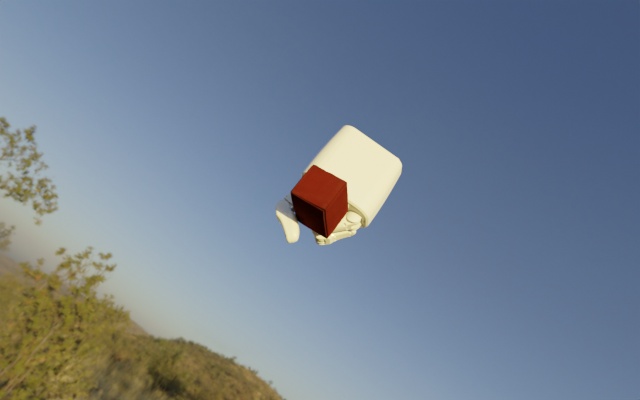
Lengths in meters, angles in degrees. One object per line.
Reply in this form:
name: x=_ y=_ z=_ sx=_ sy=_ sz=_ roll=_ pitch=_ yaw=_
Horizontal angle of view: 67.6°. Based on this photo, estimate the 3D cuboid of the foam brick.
foam brick: x=0.000 y=0.002 z=0.614 sx=0.053 sy=0.051 sz=0.078 roll=30 pitch=-24 yaw=19
